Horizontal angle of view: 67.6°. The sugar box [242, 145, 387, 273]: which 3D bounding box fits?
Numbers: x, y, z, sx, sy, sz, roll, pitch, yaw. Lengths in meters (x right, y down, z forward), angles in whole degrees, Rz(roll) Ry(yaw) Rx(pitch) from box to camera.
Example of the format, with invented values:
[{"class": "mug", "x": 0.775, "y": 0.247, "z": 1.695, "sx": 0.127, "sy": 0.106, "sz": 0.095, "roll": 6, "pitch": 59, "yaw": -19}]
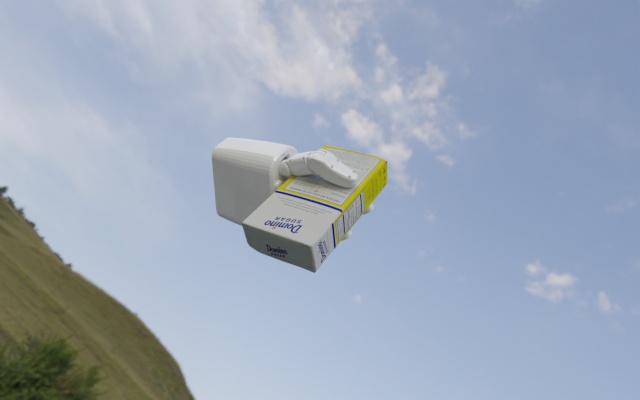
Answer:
[{"class": "sugar box", "x": 0.000, "y": 0.002, "z": 0.559, "sx": 0.093, "sy": 0.048, "sz": 0.176, "roll": 17, "pitch": 45, "yaw": 29}]
